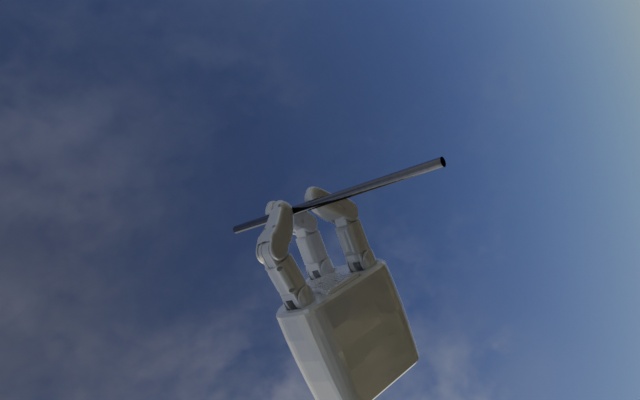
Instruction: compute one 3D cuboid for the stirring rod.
[{"bbox_3d":[0.000,0.001,0.419,0.239,0.011,0.011,-18,-12,40],"label":"stirring rod"}]
